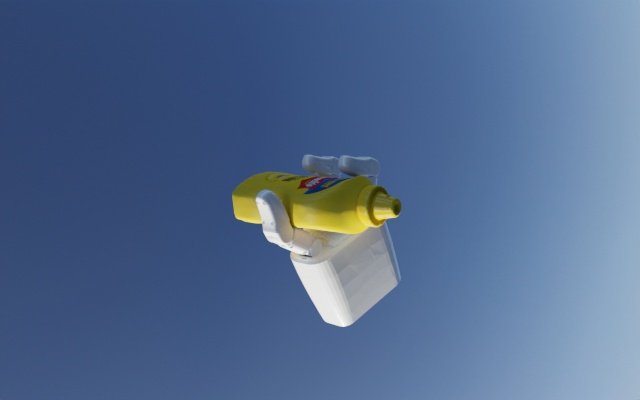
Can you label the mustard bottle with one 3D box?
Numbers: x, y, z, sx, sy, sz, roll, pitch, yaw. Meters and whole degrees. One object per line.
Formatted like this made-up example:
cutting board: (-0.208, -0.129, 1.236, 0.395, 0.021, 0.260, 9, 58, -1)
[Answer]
mustard bottle: (0.000, 0.001, 0.514, 0.191, 0.058, 0.096, 5, 14, 40)
